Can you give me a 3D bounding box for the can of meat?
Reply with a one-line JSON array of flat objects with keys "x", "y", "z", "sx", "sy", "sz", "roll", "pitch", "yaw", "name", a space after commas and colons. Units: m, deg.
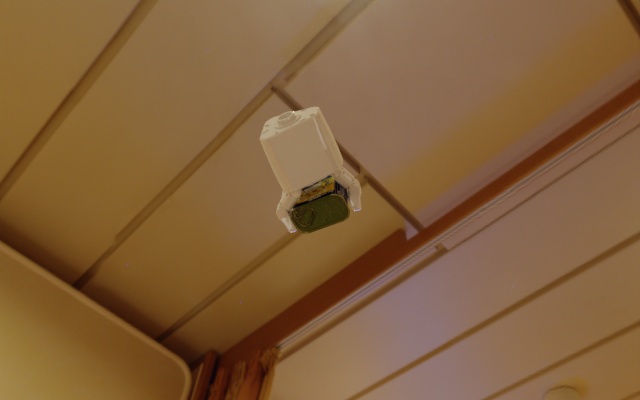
[{"x": 0.000, "y": 0.003, "z": 0.855, "sx": 0.102, "sy": 0.057, "sz": 0.084, "roll": -21, "pitch": 29, "yaw": 14, "name": "can of meat"}]
